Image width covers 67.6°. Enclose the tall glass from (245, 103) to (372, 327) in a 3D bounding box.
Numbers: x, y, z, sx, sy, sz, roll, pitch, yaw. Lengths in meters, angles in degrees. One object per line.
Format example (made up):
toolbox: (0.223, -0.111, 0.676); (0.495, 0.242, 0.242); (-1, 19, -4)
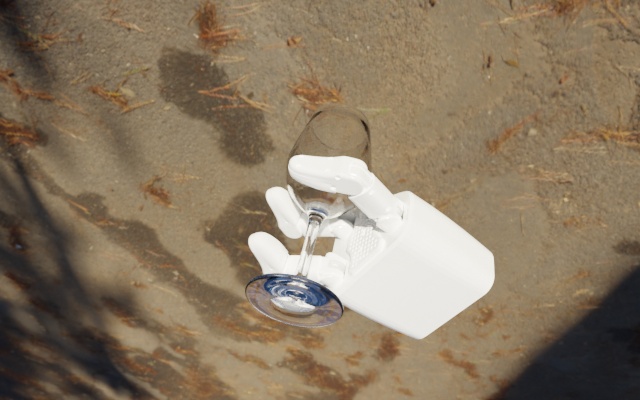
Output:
tall glass: (0.000, 0.002, 0.413); (0.079, 0.201, 0.079); (9, -40, 7)
